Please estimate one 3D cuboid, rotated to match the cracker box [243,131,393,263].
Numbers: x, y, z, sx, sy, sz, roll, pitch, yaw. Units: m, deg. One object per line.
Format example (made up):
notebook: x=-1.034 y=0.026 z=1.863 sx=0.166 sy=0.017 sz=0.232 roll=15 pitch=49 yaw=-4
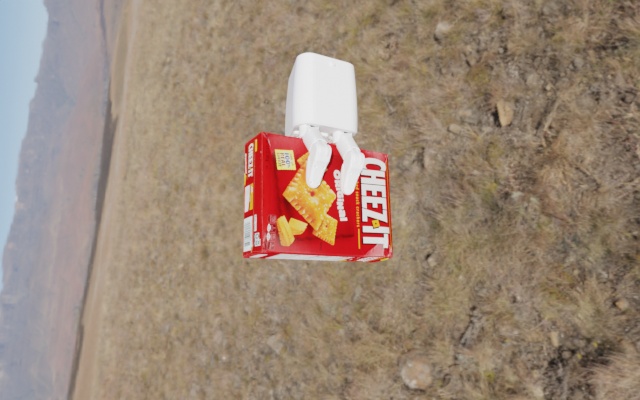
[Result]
cracker box: x=0.000 y=0.002 z=0.685 sx=0.214 sy=0.164 sz=0.072 roll=6 pitch=-14 yaw=-29
